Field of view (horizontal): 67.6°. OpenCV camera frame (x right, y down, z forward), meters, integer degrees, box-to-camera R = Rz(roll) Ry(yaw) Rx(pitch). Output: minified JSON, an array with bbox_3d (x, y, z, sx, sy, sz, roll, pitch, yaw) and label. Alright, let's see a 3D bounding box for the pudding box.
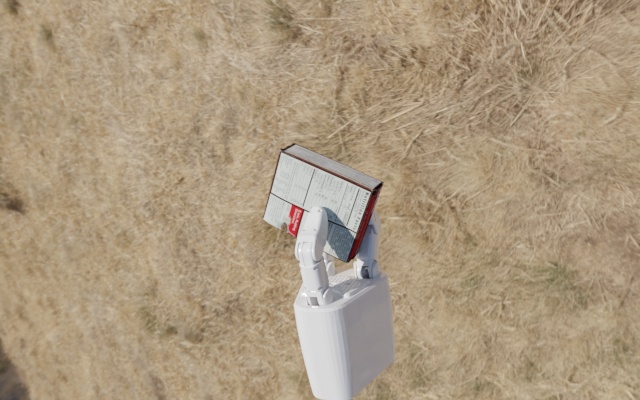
[{"bbox_3d":[0.000,0.002,0.511,0.113,0.090,0.039,25,25,15],"label":"pudding box"}]
